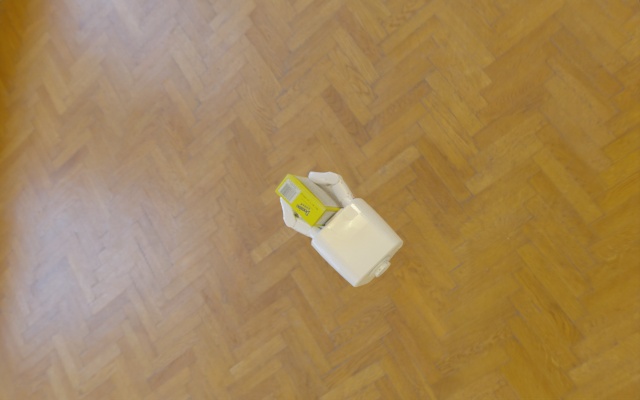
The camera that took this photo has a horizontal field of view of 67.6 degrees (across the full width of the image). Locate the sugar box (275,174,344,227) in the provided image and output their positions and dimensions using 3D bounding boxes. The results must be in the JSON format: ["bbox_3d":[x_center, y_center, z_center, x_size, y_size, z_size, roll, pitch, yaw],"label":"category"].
[{"bbox_3d":[0.000,0.003,0.854,0.093,0.048,0.176,45,12,19],"label":"sugar box"}]
